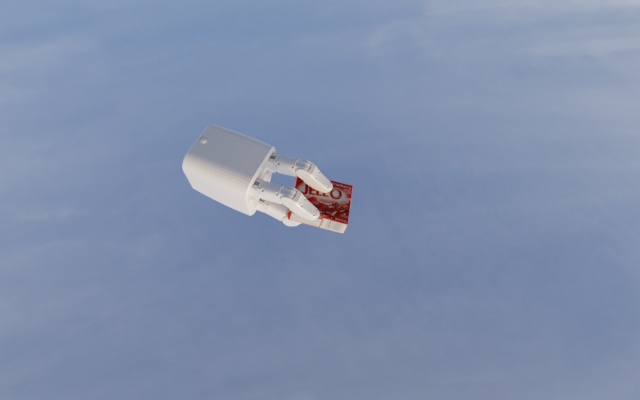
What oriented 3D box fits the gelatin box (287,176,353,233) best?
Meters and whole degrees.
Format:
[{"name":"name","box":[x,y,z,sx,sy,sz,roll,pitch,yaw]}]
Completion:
[{"name":"gelatin box","box":[0.000,0.003,0.714,0.089,0.073,0.030,15,-36,-6]}]
